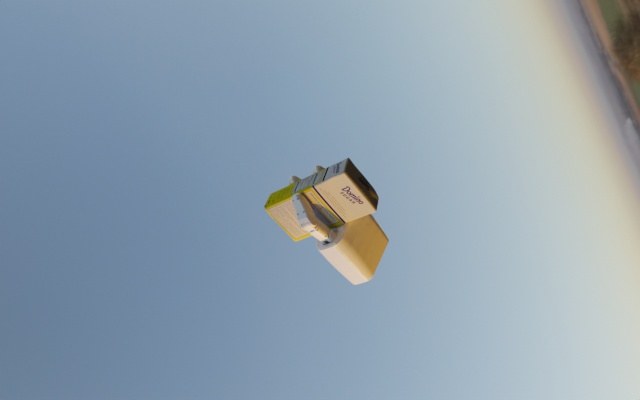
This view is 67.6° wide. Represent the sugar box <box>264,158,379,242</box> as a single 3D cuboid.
[{"bbox_3d":[0.000,0.002,0.799,0.176,0.093,0.048,-23,31,32],"label":"sugar box"}]
